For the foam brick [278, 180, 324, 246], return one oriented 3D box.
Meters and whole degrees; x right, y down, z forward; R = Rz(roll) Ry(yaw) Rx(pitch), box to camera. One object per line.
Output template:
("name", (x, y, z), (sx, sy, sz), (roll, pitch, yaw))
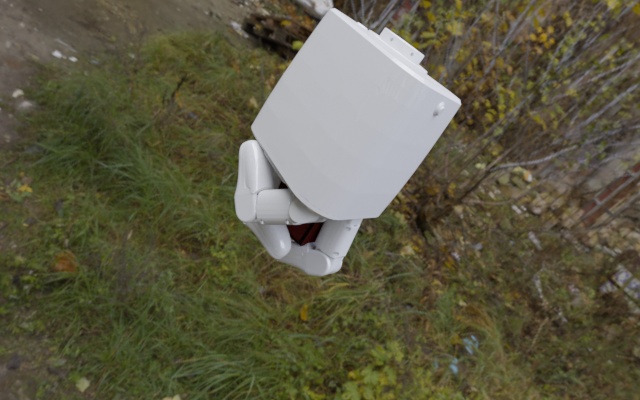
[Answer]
("foam brick", (0.000, 0.001, 0.410), (0.053, 0.051, 0.078), (41, 21, 26))
